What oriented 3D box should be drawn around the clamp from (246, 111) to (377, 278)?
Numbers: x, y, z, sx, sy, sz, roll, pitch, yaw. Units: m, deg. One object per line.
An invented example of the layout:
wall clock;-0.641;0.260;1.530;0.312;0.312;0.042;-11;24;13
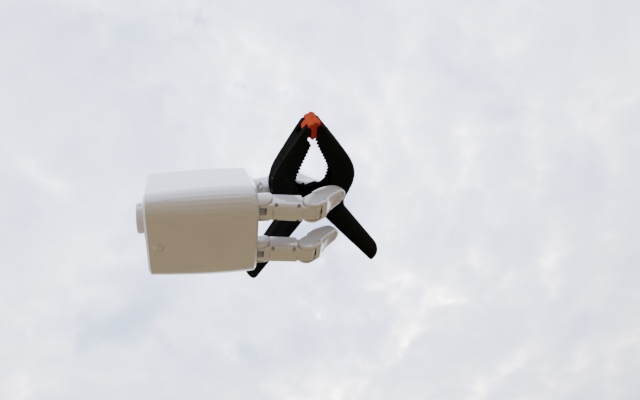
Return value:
clamp;0.000;0.001;0.540;0.164;0.210;0.036;-3;36;-16
